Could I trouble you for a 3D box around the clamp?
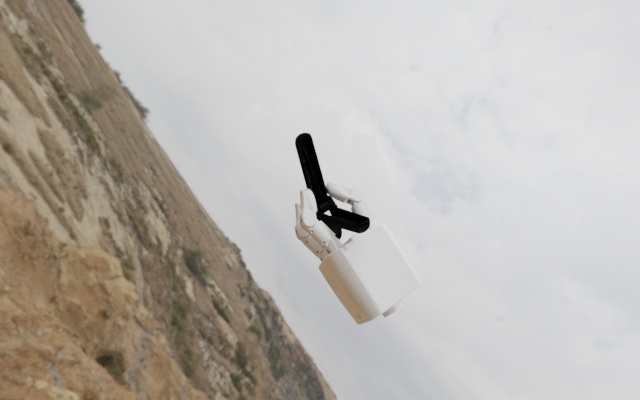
[{"bbox_3d":[0.001,0.002,0.721,0.036,0.164,0.210,-26,-13,-18],"label":"clamp"}]
